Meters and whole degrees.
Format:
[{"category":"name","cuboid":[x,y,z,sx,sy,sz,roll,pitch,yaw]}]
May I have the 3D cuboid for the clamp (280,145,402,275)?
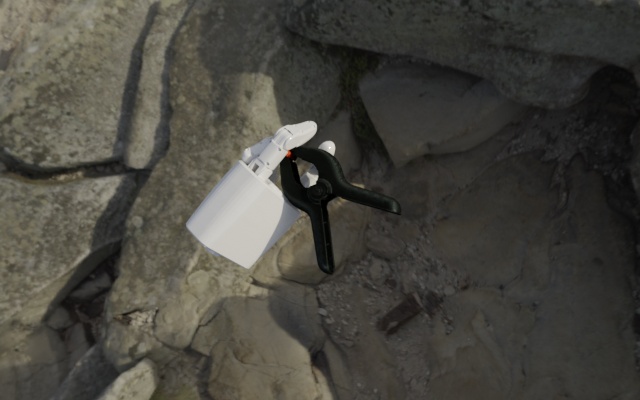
[{"category":"clamp","cuboid":[0.000,0.002,0.583,0.171,0.120,0.039,42,0,23]}]
